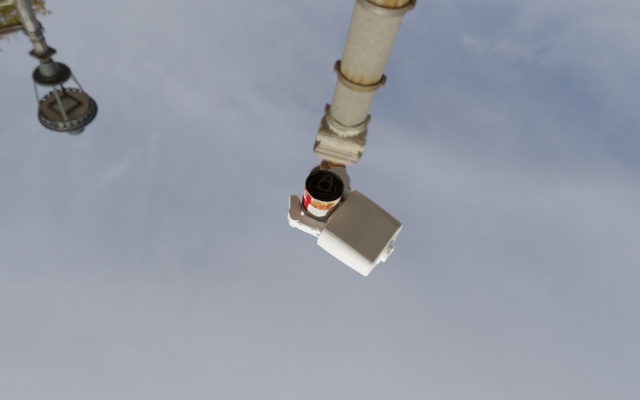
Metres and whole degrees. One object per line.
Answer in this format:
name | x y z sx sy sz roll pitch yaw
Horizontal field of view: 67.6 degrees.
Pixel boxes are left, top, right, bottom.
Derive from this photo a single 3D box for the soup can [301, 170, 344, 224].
soup can | 0.000 0.003 0.852 0.068 0.068 0.102 0 -34 -10
